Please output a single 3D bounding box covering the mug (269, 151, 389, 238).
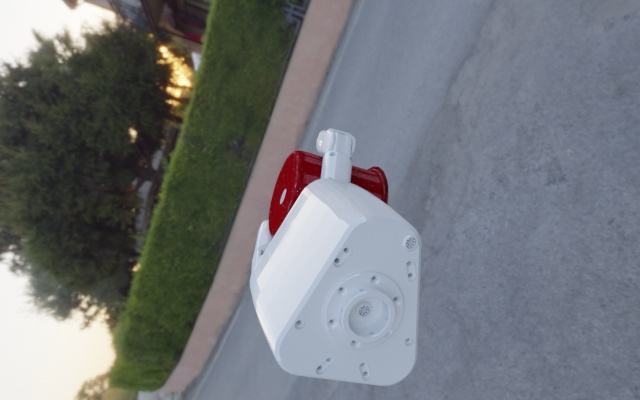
[{"bbox_3d":[0.000,0.001,0.443,0.081,0.093,0.117,15,6,-17],"label":"mug"}]
